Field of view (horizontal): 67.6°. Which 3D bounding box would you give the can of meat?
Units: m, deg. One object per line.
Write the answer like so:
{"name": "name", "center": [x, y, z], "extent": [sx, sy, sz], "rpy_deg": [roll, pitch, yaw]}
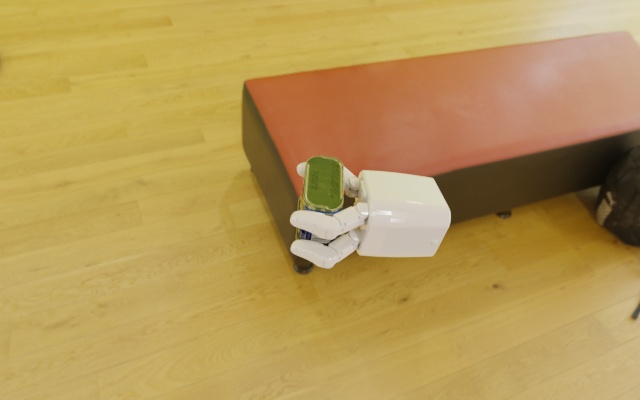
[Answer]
{"name": "can of meat", "center": [0.000, 0.002, 0.645], "extent": [0.057, 0.102, 0.084], "rpy_deg": [6, -42, -4]}
